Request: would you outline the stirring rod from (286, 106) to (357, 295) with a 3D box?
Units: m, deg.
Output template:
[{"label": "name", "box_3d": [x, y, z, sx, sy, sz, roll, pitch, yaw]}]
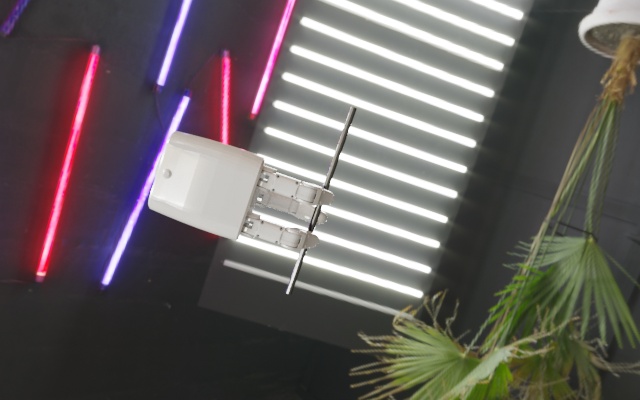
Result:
[{"label": "stirring rod", "box_3d": [0.000, 0.002, 0.581, 0.011, 0.239, 0.011, 19, 5, -2]}]
